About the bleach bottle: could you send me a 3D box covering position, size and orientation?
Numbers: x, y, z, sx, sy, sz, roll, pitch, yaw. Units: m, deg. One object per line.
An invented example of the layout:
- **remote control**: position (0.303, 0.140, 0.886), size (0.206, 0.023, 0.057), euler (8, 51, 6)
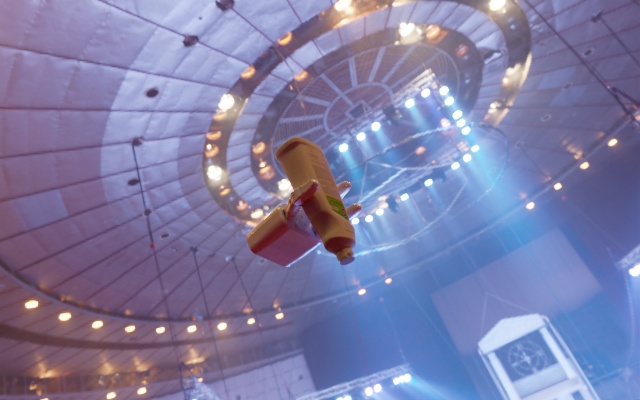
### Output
- **bleach bottle**: position (0.000, 0.003, 0.882), size (0.068, 0.250, 0.102), euler (-39, -34, 27)
